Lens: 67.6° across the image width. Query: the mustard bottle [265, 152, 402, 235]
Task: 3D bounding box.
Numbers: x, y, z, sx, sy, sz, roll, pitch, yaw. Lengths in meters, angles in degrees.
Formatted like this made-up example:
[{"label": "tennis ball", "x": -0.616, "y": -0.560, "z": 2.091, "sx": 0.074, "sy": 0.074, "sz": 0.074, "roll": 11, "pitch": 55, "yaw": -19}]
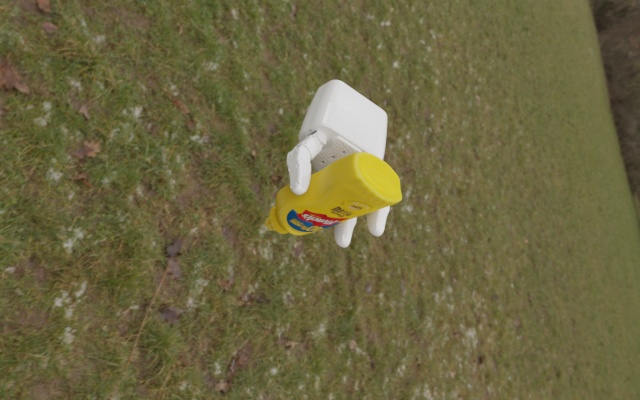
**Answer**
[{"label": "mustard bottle", "x": 0.000, "y": 0.002, "z": 0.612, "sx": 0.192, "sy": 0.058, "sz": 0.096, "roll": -23, "pitch": -29, "yaw": 36}]
